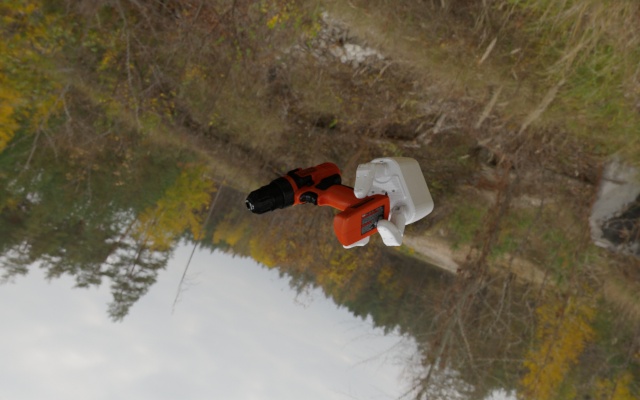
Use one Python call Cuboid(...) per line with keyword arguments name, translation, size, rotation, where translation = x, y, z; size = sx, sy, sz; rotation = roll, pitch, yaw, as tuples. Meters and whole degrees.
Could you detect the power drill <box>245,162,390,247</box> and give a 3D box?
Cuboid(name="power drill", translation=(0.001, 0.003, 0.752), size=(0.184, 0.057, 0.187), rotation=(-25, 38, -33))
